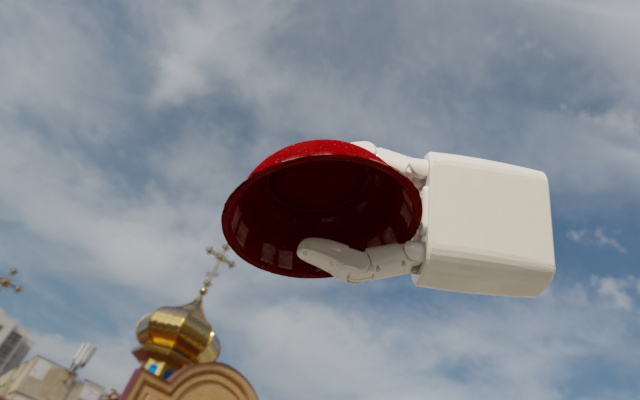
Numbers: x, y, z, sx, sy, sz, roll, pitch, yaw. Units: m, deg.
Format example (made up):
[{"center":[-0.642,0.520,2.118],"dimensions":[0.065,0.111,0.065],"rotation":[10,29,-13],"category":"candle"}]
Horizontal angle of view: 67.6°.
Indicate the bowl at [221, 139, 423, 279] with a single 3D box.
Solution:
[{"center":[-0.001,0.001,0.400],"dimensions":[0.162,0.055,0.162],"rotation":[-4,-40,-3],"category":"bowl"}]
